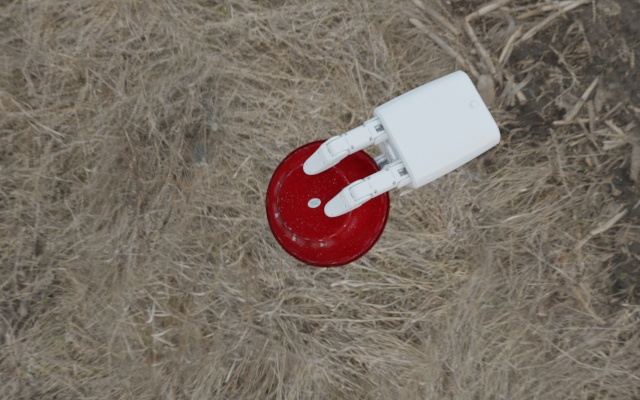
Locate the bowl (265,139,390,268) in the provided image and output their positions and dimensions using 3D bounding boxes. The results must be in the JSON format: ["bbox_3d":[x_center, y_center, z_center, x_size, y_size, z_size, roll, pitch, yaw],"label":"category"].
[{"bbox_3d":[-0.001,0.003,0.575,0.162,0.162,0.055,0,-3,15],"label":"bowl"}]
